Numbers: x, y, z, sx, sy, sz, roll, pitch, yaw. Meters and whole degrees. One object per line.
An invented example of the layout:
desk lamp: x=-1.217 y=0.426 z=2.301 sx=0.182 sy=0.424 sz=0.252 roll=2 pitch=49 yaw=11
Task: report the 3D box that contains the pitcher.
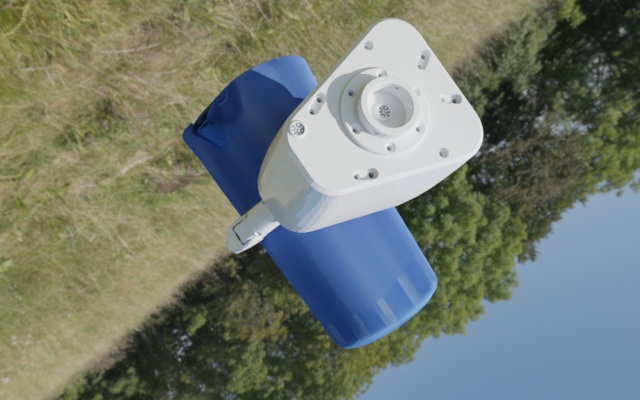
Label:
pitcher: x=0.000 y=0.001 z=0.442 sx=0.149 sy=0.243 sz=0.145 roll=-33 pitch=-4 yaw=-18
